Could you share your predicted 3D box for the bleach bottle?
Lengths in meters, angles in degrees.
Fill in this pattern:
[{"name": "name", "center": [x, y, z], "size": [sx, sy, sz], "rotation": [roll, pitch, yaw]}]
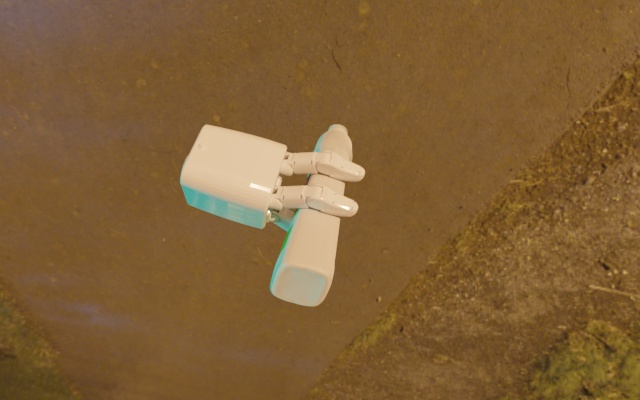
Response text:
[{"name": "bleach bottle", "center": [0.000, 0.002, 0.622], "size": [0.068, 0.250, 0.103], "rotation": [16, -37, -3]}]
